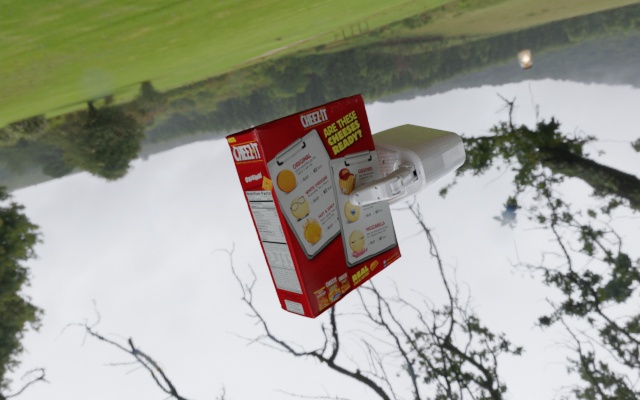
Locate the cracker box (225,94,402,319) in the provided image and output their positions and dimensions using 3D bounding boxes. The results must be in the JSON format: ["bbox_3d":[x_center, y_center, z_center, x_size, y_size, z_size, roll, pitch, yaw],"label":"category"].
[{"bbox_3d":[0.000,0.002,0.560,0.164,0.214,0.072,-27,16,-39],"label":"cracker box"}]
